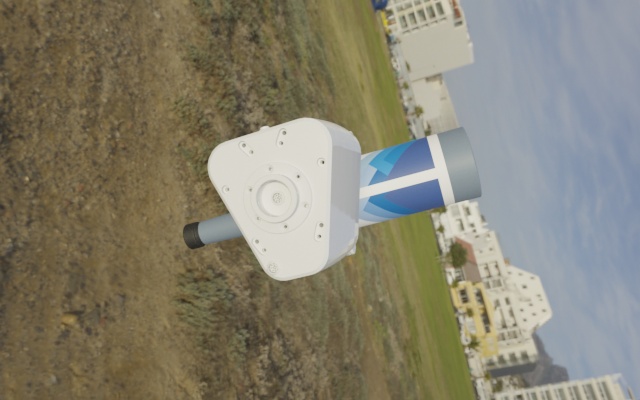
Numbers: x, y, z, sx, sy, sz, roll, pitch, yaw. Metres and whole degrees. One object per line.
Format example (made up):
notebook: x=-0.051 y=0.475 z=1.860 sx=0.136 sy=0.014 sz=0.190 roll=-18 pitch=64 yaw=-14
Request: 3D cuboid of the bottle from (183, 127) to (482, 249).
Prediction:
bottle: x=0.000 y=0.001 z=0.470 sx=0.296 sy=0.069 sz=0.069 roll=-15 pitch=-4 yaw=13
